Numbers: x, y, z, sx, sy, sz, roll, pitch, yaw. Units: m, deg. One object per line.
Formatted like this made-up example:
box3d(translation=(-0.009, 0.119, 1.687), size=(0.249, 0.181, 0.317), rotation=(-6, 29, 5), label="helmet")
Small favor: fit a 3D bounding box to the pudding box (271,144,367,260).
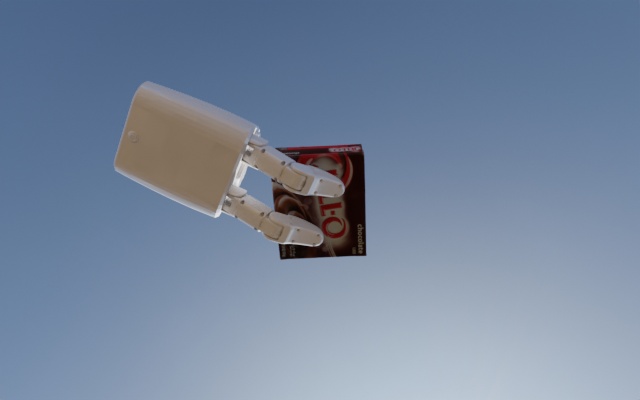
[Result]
box3d(translation=(0.000, 0.002, 0.480), size=(0.090, 0.113, 0.039), rotation=(-3, 23, 3), label="pudding box")
